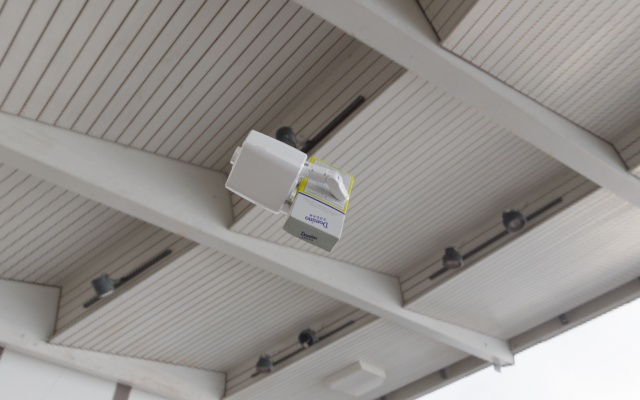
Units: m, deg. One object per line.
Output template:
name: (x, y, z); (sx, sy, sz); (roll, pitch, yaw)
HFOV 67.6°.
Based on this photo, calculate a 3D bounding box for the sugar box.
sugar box: (0.000, 0.003, 0.845); (0.093, 0.176, 0.048); (26, -48, -6)
